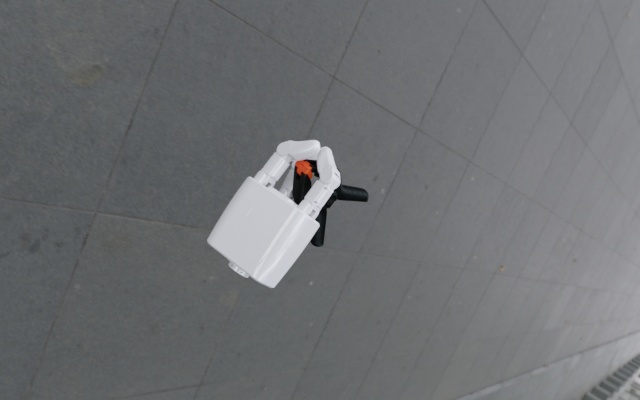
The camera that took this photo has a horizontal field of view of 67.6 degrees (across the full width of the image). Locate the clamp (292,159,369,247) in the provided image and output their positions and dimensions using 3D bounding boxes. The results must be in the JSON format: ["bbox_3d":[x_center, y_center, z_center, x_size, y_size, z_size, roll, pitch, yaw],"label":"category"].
[{"bbox_3d":[0.000,0.002,0.708,0.039,0.120,0.171,34,-3,39],"label":"clamp"}]
